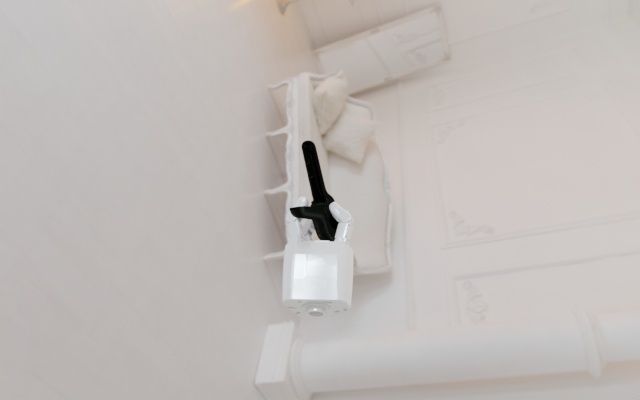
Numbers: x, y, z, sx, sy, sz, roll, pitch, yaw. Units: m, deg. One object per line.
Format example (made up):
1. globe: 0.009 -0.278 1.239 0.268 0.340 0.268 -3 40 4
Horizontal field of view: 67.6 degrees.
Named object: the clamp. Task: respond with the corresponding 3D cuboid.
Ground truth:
1. clamp: 0.001 0.003 0.884 0.036 0.164 0.210 -7 -34 20
